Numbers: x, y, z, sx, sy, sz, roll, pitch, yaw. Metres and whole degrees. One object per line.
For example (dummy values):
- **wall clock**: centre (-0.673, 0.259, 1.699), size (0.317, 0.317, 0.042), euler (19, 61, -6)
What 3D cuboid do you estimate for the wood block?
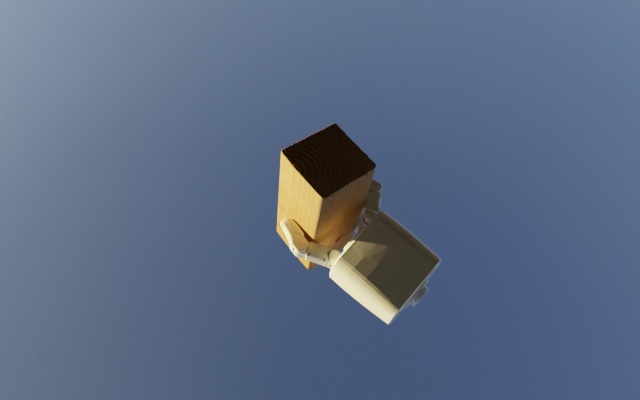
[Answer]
- **wood block**: centre (0.000, 0.003, 0.683), size (0.091, 0.090, 0.206), euler (-31, -24, -24)
